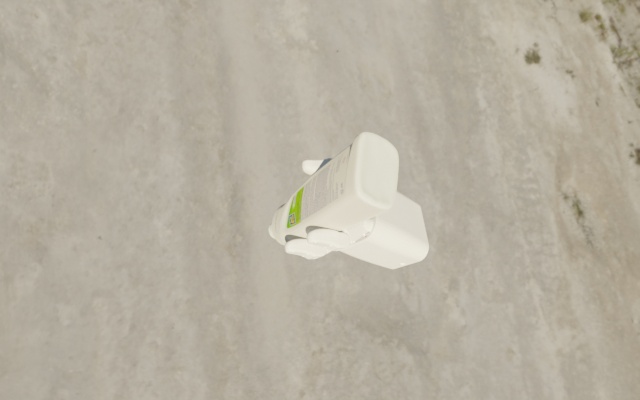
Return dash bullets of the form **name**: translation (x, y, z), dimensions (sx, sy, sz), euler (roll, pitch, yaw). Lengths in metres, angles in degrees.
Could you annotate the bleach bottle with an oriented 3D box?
- **bleach bottle**: translation (0.000, 0.002, 0.667), dimensions (0.068, 0.102, 0.251), euler (24, -30, -27)
